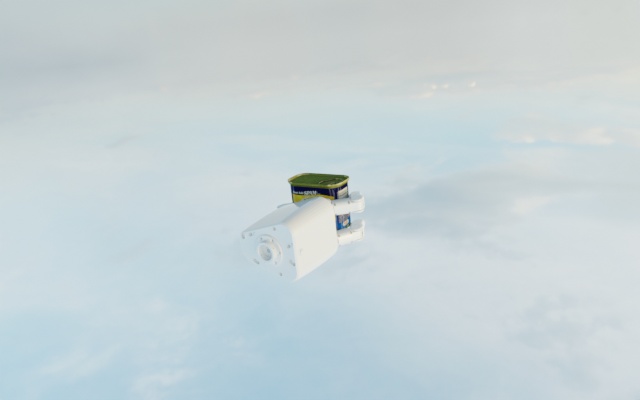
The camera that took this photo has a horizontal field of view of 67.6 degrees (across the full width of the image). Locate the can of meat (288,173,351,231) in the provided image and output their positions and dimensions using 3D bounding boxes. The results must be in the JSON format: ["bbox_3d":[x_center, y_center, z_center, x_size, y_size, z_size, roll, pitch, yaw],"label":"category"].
[{"bbox_3d":[0.000,0.003,0.798,0.102,0.084,0.057,5,21,30],"label":"can of meat"}]
